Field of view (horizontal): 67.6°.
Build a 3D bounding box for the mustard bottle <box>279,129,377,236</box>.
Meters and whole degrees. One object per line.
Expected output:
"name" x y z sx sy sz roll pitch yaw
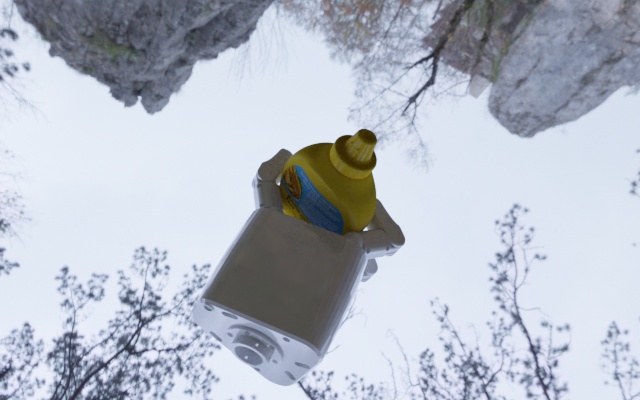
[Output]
"mustard bottle" 0.000 0.001 0.458 0.058 0.096 0.192 -28 -18 -40
